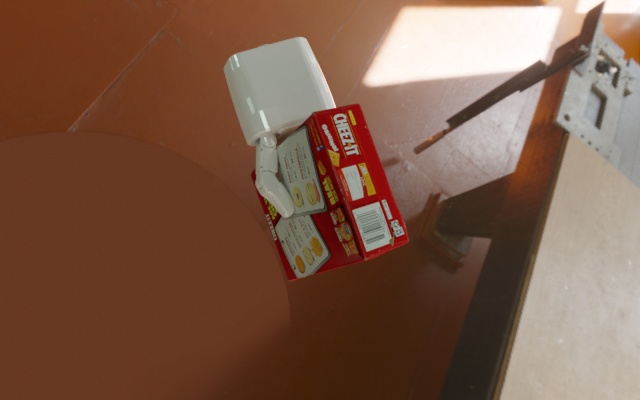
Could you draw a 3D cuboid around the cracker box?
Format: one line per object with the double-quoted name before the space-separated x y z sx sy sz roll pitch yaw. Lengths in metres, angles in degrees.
"cracker box" 0.000 0.002 0.588 0.072 0.164 0.214 -17 -6 -29
